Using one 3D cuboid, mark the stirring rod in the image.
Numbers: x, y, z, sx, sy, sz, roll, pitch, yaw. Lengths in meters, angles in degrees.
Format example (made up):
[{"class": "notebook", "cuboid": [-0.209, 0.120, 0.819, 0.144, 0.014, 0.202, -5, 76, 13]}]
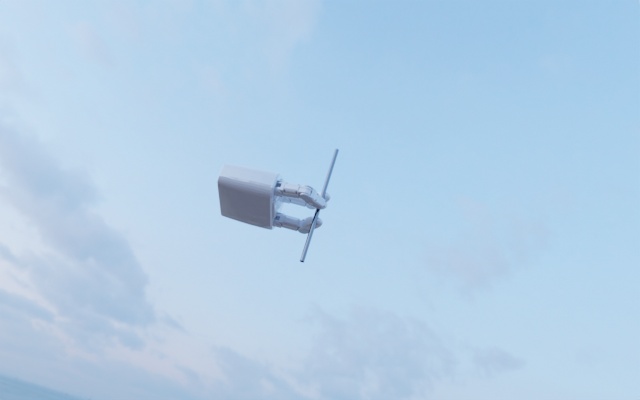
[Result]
[{"class": "stirring rod", "cuboid": [0.000, 0.003, 0.869, 0.011, 0.239, 0.011, 13, -29, 7]}]
